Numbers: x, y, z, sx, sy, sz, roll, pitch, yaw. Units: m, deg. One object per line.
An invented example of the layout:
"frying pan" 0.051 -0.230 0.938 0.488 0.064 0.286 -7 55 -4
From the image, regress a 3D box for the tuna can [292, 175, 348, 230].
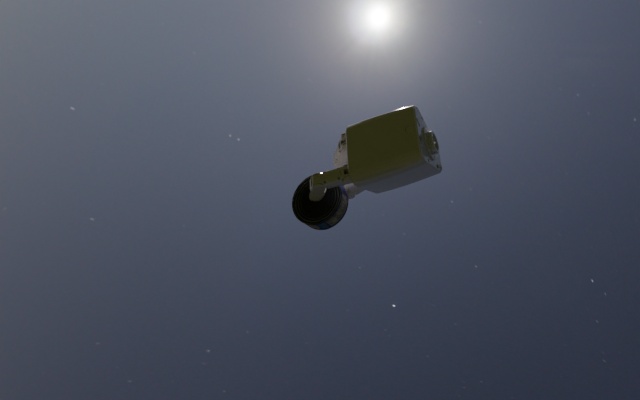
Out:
"tuna can" 0.000 0.003 0.754 0.086 0.086 0.034 0 -21 30
